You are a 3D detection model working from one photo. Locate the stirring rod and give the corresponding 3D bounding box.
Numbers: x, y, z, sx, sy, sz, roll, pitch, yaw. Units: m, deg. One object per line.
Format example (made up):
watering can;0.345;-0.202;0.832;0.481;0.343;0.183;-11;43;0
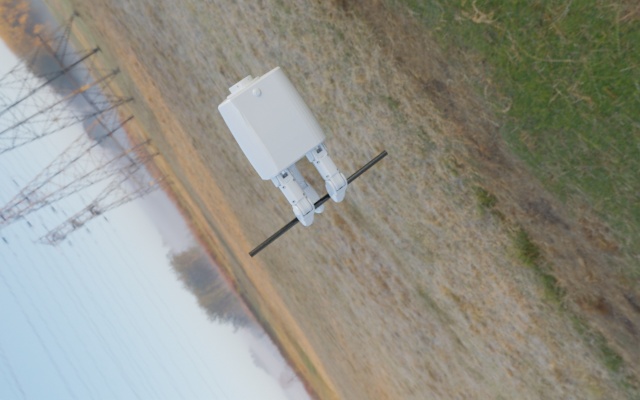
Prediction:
stirring rod;0.000;0.002;0.659;0.239;0.011;0.011;-37;9;-12
